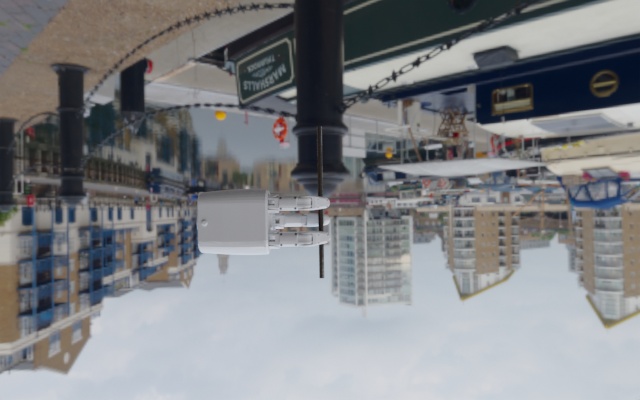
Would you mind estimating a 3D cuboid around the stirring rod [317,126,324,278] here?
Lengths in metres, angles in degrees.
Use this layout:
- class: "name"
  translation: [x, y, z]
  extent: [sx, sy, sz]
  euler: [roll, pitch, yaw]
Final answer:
- class: "stirring rod"
  translation: [0.000, 0.002, 0.758]
  extent: [0.011, 0.239, 0.011]
  euler: [-1, -1, 0]
